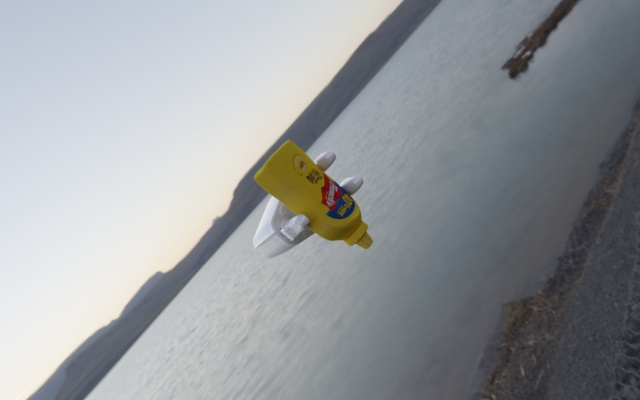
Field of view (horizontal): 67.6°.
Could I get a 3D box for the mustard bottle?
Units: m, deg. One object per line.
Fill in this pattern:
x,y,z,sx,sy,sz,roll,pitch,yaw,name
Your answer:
0.000,0.002,0.688,0.058,0.191,0.096,-44,7,33,mustard bottle
